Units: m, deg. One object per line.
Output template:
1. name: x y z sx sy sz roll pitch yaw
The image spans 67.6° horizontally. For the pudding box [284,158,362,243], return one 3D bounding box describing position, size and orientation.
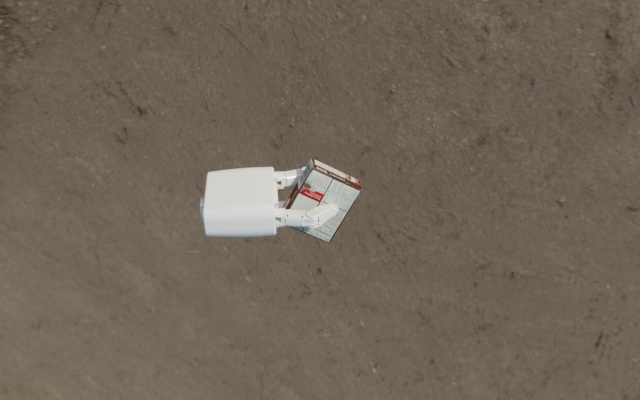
1. pudding box: 0.000 0.003 0.757 0.090 0.113 0.039 23 26 -16
